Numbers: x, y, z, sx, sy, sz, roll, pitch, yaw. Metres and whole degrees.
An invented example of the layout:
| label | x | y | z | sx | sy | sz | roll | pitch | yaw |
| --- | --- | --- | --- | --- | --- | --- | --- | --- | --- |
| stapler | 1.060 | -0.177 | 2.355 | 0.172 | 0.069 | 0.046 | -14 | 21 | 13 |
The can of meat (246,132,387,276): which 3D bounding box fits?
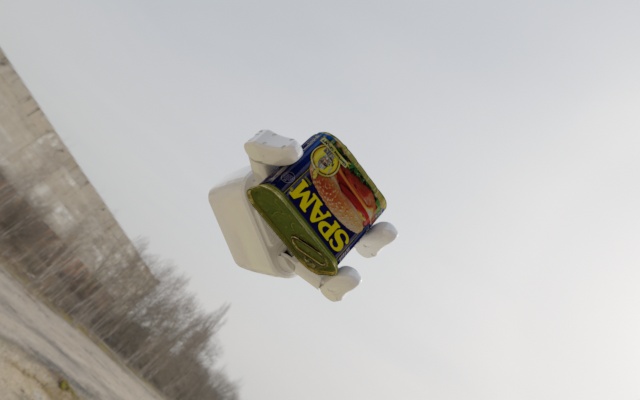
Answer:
| label | x | y | z | sx | sy | sz | roll | pitch | yaw |
| --- | --- | --- | --- | --- | --- | --- | --- | --- | --- |
| can of meat | 0.000 | 0.001 | 0.426 | 0.084 | 0.102 | 0.057 | -46 | 18 | -27 |
